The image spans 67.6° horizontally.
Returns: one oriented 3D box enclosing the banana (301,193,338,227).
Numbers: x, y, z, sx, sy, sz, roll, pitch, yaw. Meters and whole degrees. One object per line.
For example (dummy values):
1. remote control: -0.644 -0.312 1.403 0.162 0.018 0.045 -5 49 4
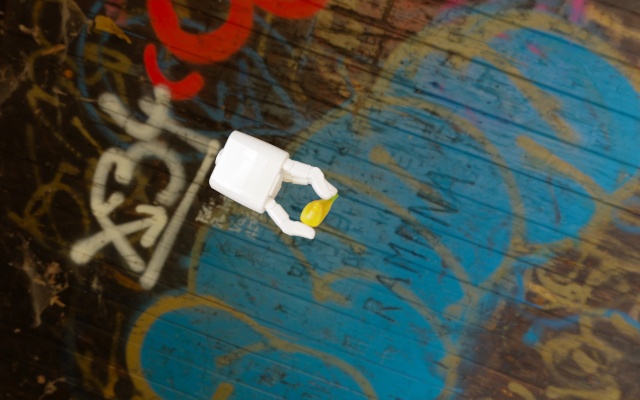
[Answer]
1. banana: -0.009 0.018 0.874 0.037 0.069 0.198 31 10 4
